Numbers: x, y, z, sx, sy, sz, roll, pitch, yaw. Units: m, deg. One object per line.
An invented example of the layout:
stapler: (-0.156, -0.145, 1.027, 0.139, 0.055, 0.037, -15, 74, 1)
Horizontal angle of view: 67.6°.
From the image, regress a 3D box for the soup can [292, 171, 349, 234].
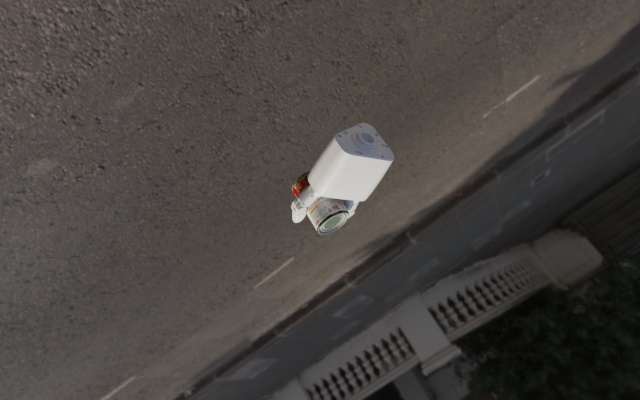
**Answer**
soup can: (0.000, 0.003, 0.882, 0.068, 0.102, 0.068, -26, -26, -14)
